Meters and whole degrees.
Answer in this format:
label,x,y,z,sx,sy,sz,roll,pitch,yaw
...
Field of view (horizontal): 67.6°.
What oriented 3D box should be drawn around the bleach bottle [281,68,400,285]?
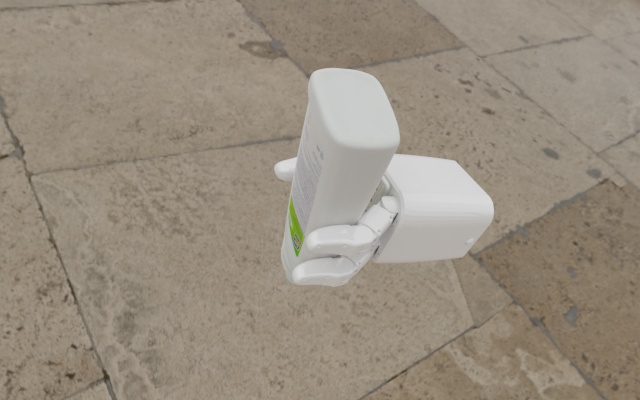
label,x,y,z,sx,sy,sz,roll,pitch,yaw
bleach bottle,0.000,0.002,0.478,0.068,0.102,0.251,0,-39,-18
